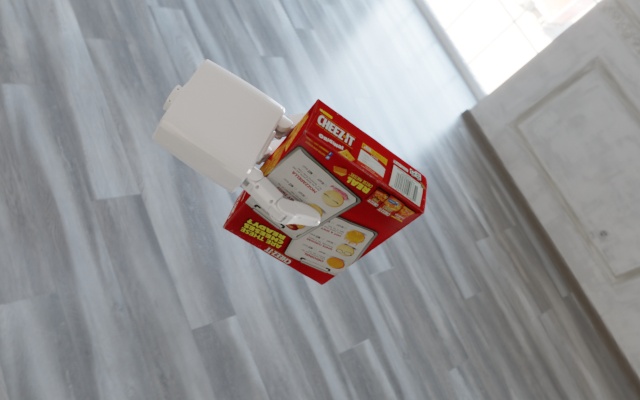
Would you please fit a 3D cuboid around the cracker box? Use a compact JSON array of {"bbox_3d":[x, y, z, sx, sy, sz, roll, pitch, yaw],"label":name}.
[{"bbox_3d":[0.000,0.002,0.595,0.164,0.072,0.214,33,-45,-15],"label":"cracker box"}]
